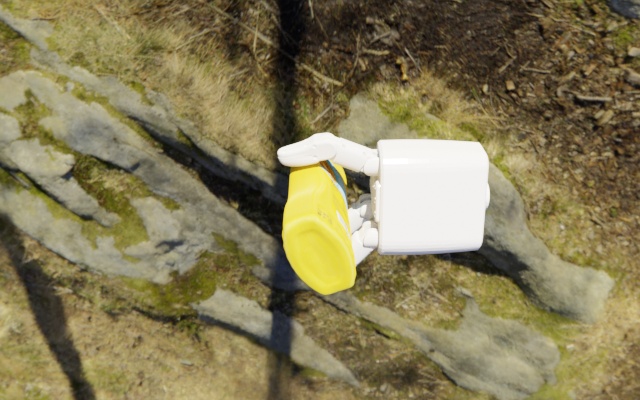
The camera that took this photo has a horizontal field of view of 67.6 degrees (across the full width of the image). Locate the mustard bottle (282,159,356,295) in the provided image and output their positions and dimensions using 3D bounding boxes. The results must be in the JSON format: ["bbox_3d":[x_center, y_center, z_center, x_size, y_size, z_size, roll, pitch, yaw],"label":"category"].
[{"bbox_3d":[0.000,0.002,0.506,0.058,0.096,0.191,-21,30,14],"label":"mustard bottle"}]
